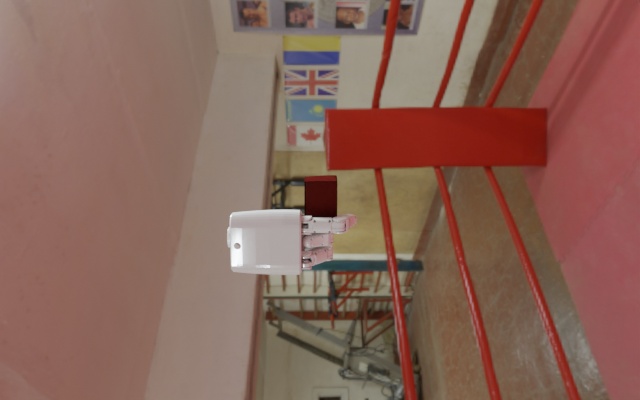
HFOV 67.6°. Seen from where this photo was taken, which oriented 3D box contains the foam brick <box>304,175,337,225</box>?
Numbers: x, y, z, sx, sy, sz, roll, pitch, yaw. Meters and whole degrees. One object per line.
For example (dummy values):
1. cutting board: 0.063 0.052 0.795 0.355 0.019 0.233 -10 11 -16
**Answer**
1. foam brick: 0.000 0.002 0.744 0.051 0.078 0.053 0 11 0
